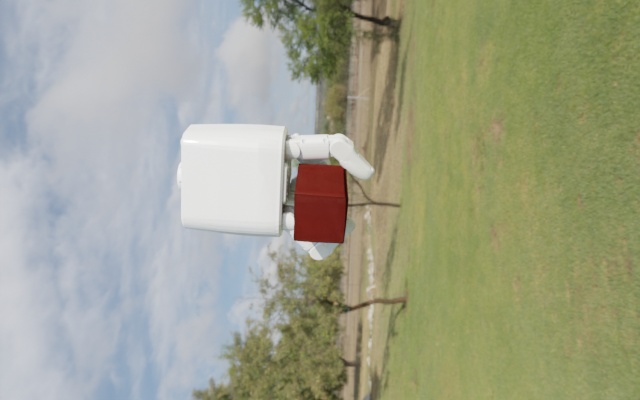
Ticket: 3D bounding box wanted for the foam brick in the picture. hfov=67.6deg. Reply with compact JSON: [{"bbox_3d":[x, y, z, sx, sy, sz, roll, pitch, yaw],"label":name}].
[{"bbox_3d":[0.000,0.002,0.487,0.051,0.053,0.078,3,27,-1],"label":"foam brick"}]
